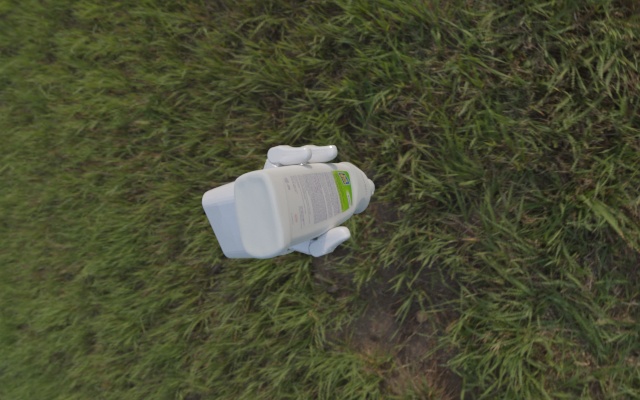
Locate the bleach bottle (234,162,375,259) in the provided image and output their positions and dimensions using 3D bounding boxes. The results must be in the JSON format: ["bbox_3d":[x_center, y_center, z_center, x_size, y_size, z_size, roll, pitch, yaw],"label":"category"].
[{"bbox_3d":[0.000,0.002,0.630,0.068,0.102,0.251,-11,0,36],"label":"bleach bottle"}]
